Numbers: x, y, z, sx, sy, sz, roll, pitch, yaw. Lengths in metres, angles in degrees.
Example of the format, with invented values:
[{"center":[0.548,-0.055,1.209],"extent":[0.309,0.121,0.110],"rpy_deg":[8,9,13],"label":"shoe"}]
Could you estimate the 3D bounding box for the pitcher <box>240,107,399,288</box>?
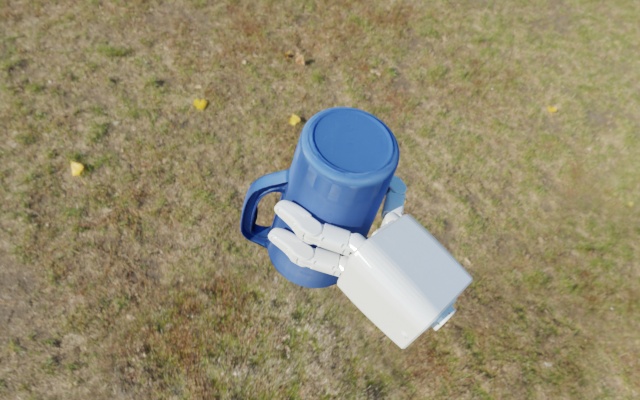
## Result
[{"center":[0.000,0.002,0.592],"extent":[0.149,0.145,0.243],"rpy_deg":[-34,-20,-29],"label":"pitcher"}]
